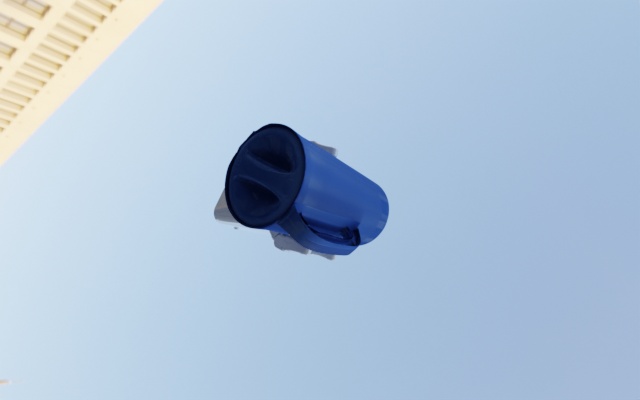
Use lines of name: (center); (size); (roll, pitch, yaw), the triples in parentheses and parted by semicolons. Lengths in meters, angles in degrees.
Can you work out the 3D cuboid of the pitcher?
pitcher: (0.000, 0.002, 0.665); (0.145, 0.149, 0.243); (1, -12, 38)
